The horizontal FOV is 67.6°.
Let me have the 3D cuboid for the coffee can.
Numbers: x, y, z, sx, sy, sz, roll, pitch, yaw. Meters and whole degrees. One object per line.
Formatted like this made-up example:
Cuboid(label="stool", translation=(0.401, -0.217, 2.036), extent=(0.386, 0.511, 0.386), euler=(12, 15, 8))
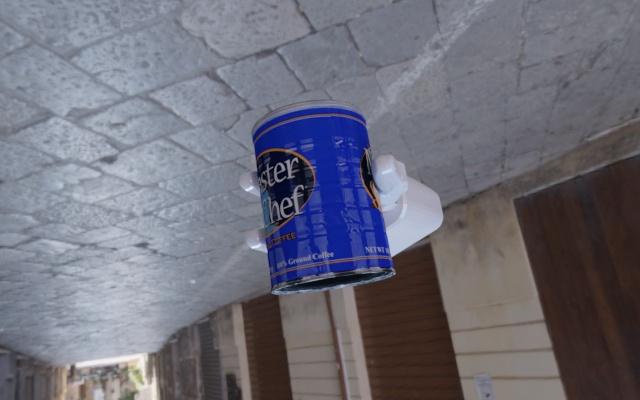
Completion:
Cuboid(label="coffee can", translation=(0.000, 0.001, 0.406), extent=(0.103, 0.140, 0.103), euler=(-8, -15, -2))
